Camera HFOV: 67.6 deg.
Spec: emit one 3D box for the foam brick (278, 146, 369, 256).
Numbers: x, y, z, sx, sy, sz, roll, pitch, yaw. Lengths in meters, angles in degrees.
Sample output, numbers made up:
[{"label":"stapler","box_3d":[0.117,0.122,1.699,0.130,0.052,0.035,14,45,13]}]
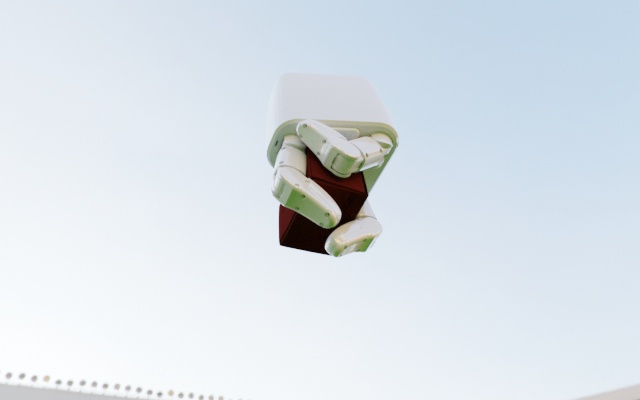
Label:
[{"label":"foam brick","box_3d":[0.000,0.002,0.419,0.053,0.078,0.051,15,36,-19]}]
